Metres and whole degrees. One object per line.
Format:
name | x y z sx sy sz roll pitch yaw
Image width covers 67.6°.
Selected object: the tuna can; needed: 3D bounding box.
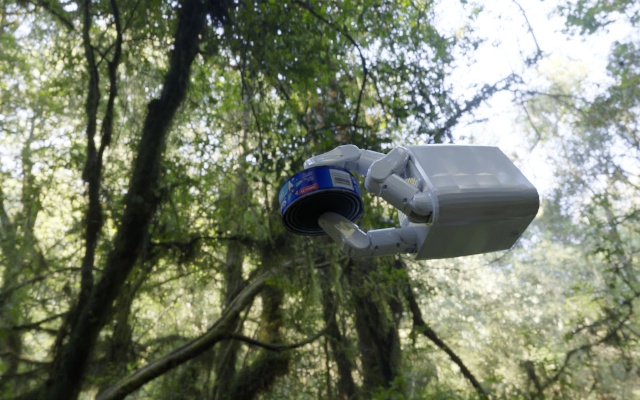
tuna can | 0.000 0.001 0.497 0.086 0.033 0.086 -9 -33 -6
